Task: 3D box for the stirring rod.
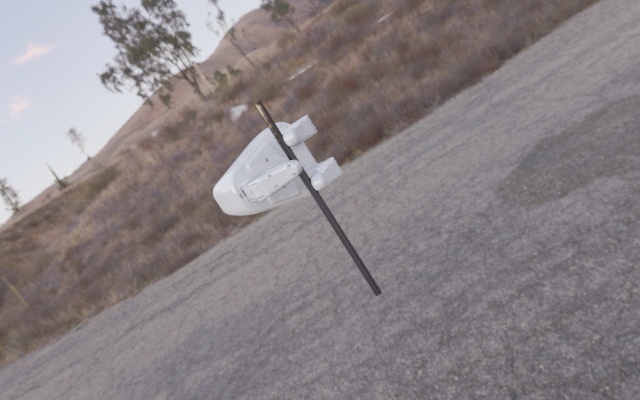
[{"bbox_3d":[0.000,0.002,0.500,0.011,0.239,0.011,-31,10,6],"label":"stirring rod"}]
